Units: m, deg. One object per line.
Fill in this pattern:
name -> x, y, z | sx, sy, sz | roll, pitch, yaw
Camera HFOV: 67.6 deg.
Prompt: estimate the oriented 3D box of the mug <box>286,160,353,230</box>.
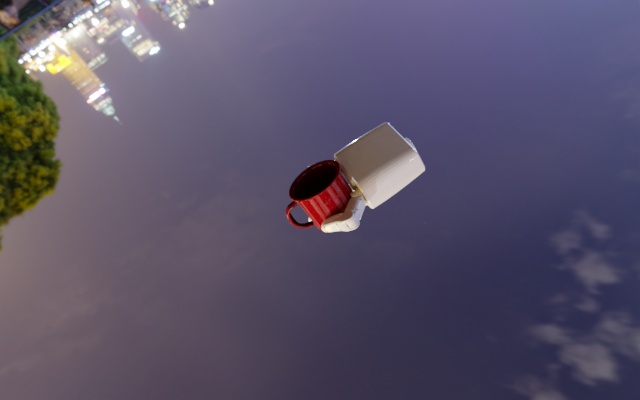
mug -> -0.001, 0.004, 0.764 | 0.117, 0.081, 0.093 | -36, 31, 0
